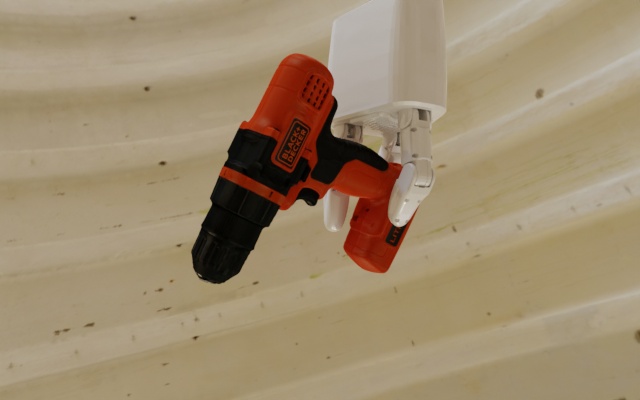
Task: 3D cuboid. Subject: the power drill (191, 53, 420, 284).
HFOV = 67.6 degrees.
[{"bbox_3d":[0.000,0.001,0.403,0.188,0.184,0.057,29,-3,-43],"label":"power drill"}]
